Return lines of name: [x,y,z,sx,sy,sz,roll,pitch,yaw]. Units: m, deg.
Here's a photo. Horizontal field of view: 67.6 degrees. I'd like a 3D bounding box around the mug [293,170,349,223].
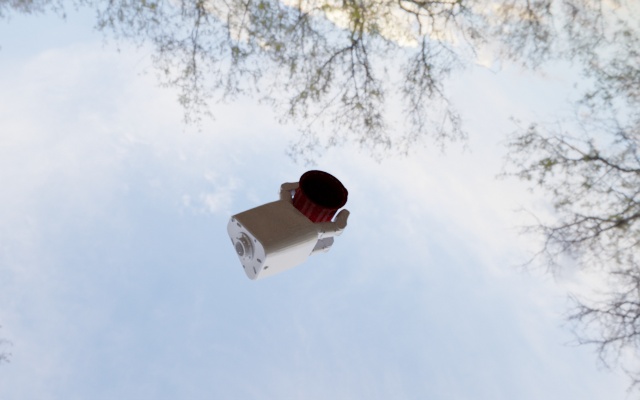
mug: [0.001,0.003,0.869,0.117,0.093,0.081,-15,-31,-38]
